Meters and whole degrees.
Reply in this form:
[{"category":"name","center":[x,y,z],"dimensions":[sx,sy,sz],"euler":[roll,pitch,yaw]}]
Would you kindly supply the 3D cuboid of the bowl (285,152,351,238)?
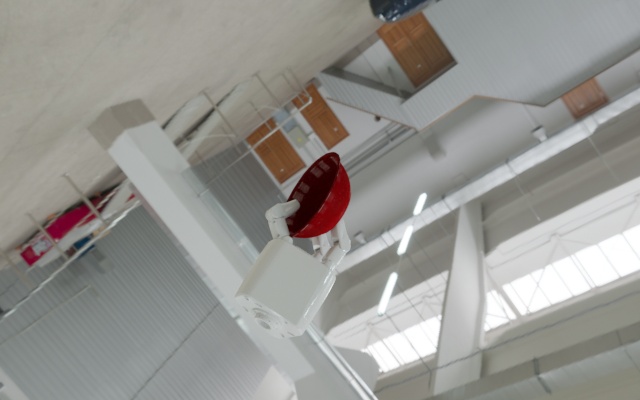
[{"category":"bowl","center":[0.001,0.002,0.780],"dimensions":[0.055,0.162,0.162],"euler":[32,-13,-21]}]
